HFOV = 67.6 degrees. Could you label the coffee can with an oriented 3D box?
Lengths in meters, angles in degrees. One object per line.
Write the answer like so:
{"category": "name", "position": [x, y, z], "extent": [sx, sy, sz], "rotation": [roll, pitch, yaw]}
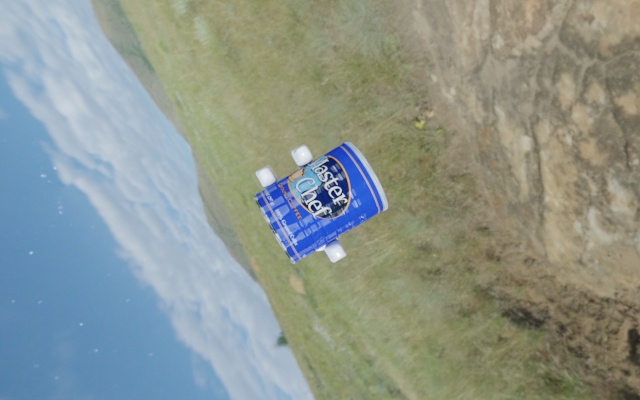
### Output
{"category": "coffee can", "position": [0.000, 0.002, 0.610], "extent": [0.140, 0.103, 0.103], "rotation": [-30, 2, -4]}
